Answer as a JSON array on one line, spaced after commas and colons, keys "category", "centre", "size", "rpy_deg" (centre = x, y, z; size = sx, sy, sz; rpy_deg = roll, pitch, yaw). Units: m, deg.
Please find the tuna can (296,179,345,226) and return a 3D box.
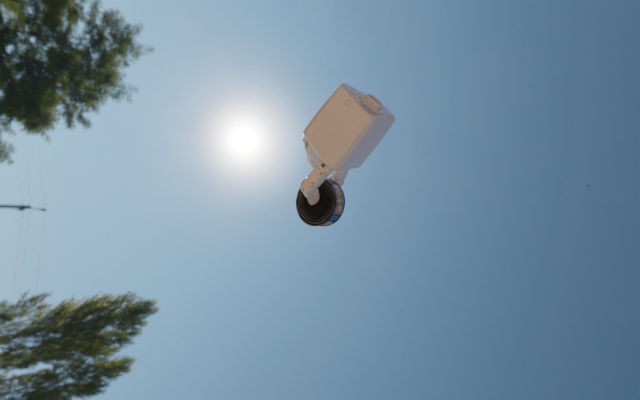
[{"category": "tuna can", "centre": [0.000, 0.003, 0.835], "size": [0.086, 0.086, 0.034], "rpy_deg": [0, -4, 37]}]
